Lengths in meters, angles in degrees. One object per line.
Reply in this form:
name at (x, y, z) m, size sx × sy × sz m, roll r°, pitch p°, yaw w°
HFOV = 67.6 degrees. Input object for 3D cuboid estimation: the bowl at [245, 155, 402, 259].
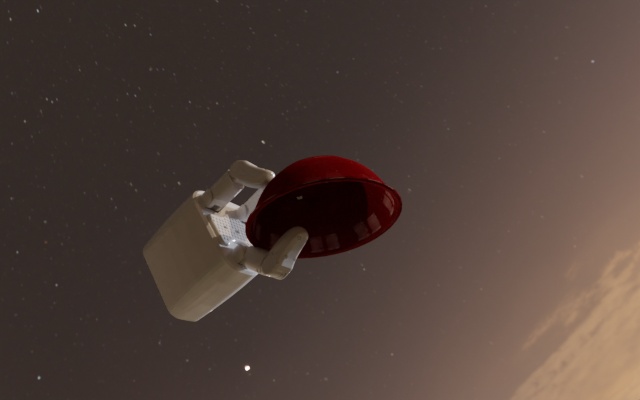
bowl at (0.001, 0.001, 0.499) m, size 0.162 × 0.055 × 0.162 m, roll -8°, pitch -31°, yaw -5°
